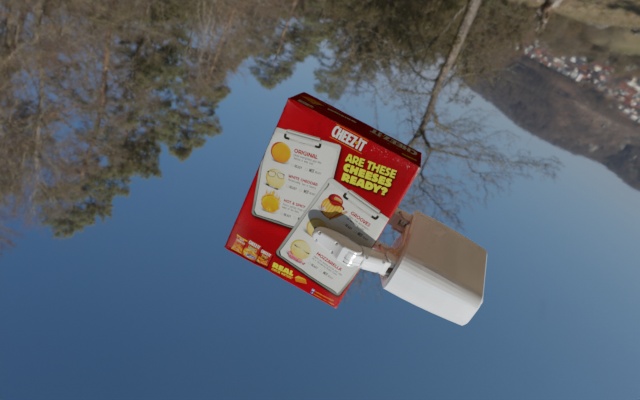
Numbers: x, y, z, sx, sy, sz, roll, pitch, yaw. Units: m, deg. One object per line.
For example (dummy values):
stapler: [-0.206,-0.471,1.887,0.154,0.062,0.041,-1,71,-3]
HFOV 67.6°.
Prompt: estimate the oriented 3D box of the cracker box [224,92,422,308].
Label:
cracker box: [0.000,0.002,0.583,0.164,0.214,0.072,28,24,2]
